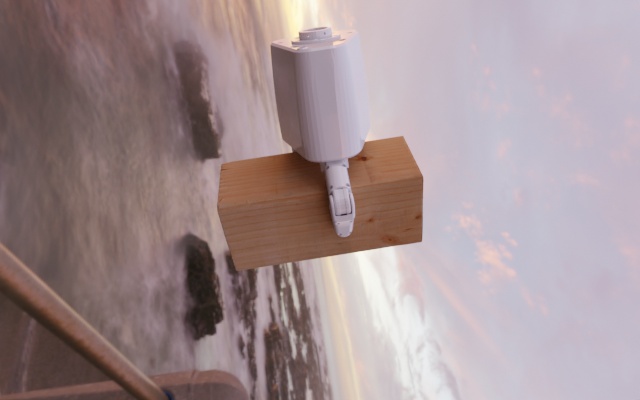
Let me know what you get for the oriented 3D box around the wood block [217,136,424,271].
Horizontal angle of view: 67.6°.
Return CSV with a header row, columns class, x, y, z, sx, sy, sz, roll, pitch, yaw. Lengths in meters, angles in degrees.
class,x,y,z,sx,sy,sz,roll,pitch,yaw
wood block,0.000,0.002,0.527,0.206,0.090,0.090,-9,37,-1
